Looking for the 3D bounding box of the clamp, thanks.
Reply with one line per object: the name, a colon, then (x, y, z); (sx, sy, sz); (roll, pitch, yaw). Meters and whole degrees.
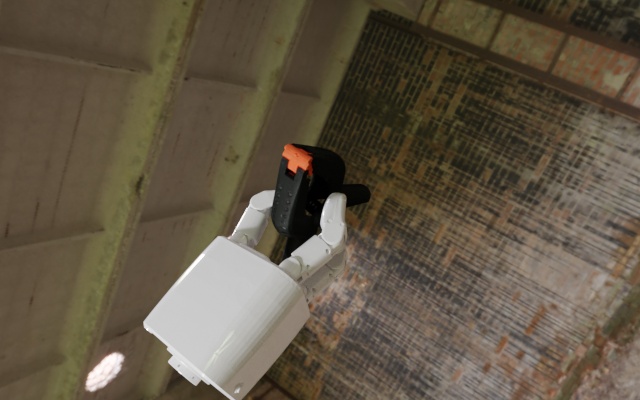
clamp: (-0.001, 0.001, 0.493); (0.036, 0.164, 0.210); (32, -24, 21)
